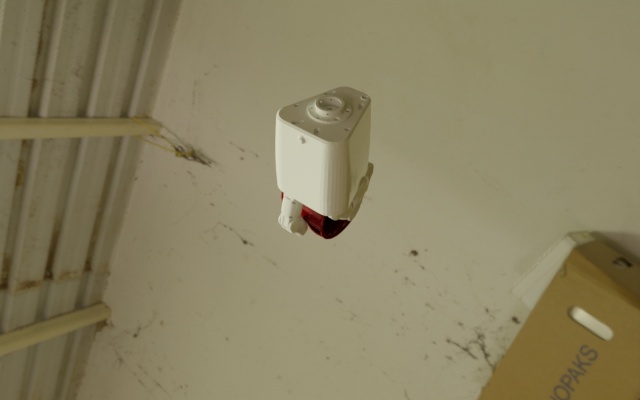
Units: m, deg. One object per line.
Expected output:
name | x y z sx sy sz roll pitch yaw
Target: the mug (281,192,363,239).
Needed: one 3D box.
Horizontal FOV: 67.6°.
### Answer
mug | 0.000 0.003 0.669 0.081 0.117 0.093 32 50 26
